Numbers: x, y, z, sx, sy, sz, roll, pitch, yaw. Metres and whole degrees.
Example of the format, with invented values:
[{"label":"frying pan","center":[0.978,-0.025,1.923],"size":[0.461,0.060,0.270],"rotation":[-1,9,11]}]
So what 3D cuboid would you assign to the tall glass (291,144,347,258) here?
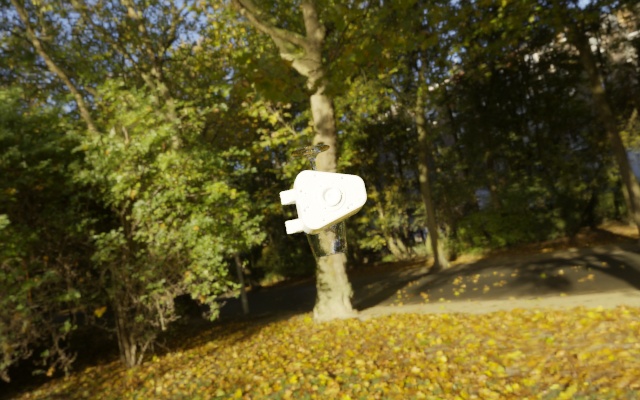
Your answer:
[{"label":"tall glass","center":[0.000,0.002,0.884],"size":[0.079,0.201,0.079],"rotation":[-11,-6,-1]}]
